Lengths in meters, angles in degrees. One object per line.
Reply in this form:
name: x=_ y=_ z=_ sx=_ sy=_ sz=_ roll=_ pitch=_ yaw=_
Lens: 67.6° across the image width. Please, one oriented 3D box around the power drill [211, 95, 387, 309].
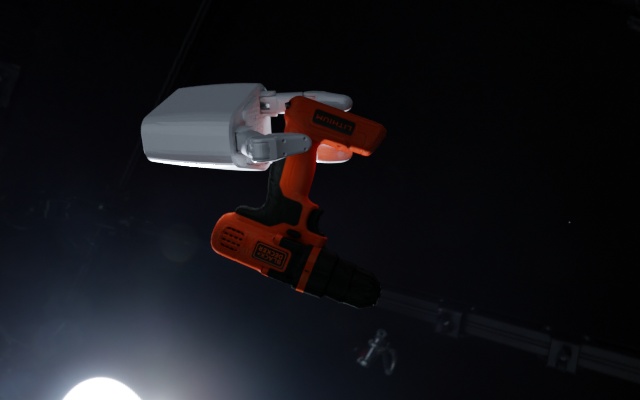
power drill: x=0.000 y=0.001 z=0.491 sx=0.184 sy=0.187 sz=0.057 roll=22 pitch=0 yaw=2
